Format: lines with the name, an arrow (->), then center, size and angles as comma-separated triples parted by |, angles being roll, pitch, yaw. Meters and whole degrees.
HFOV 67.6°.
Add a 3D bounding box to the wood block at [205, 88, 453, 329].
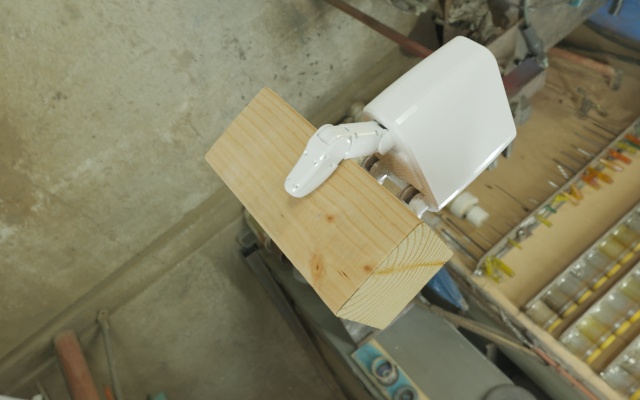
wood block -> 0.000, 0.001, 0.416 | 0.206, 0.090, 0.091 | 45, 5, 35
